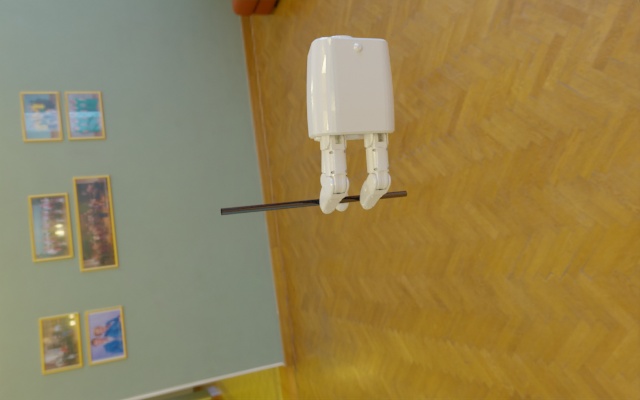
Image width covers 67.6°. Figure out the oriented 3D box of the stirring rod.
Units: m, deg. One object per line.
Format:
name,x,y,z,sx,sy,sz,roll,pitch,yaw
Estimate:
stirring rod,0.000,0.002,0.580,0.239,0.011,0.011,-6,2,-22
